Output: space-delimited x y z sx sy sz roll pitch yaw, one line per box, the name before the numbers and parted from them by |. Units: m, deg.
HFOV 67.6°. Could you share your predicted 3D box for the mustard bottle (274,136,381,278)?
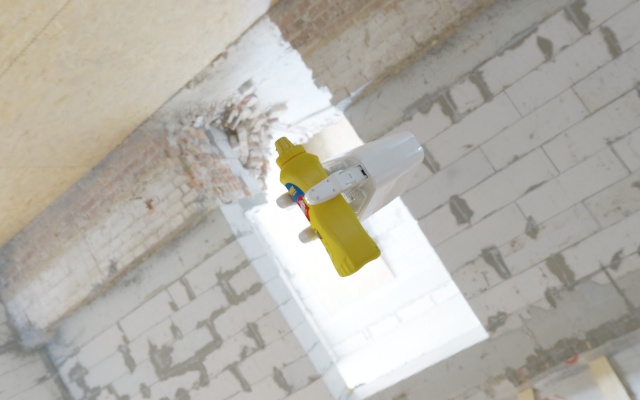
mustard bottle | 0.000 0.002 0.597 0.058 0.191 0.096 -32 -6 -9
